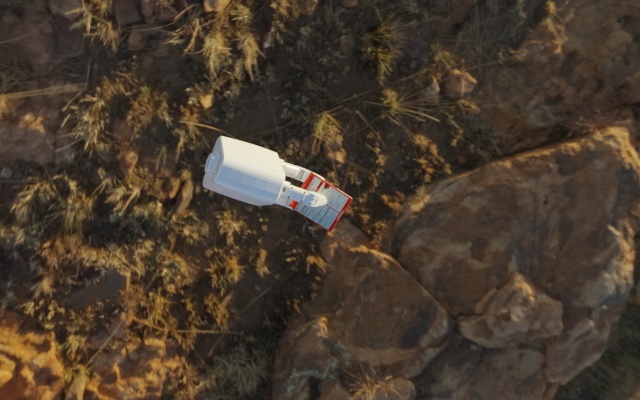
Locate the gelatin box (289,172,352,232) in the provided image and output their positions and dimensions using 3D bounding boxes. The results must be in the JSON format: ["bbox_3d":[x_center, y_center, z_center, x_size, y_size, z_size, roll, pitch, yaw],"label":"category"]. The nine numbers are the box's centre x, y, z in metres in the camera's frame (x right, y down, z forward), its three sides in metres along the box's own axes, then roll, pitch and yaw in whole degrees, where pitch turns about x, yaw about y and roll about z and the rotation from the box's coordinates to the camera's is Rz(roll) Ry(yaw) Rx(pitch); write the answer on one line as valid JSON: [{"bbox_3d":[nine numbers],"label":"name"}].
[{"bbox_3d":[0.001,0.003,0.851,0.089,0.073,0.030,32,2,-21],"label":"gelatin box"}]
